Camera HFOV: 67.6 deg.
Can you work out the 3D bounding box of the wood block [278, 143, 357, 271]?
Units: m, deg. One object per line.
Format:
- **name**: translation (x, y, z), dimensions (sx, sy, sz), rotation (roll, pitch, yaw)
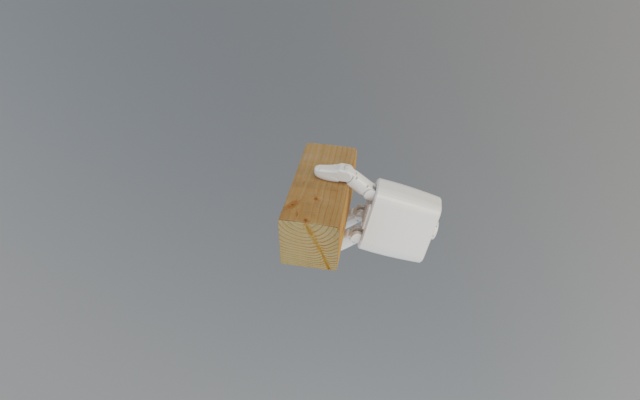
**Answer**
- **wood block**: translation (0.000, 0.002, 0.770), dimensions (0.090, 0.091, 0.206), rotation (7, 40, 7)
